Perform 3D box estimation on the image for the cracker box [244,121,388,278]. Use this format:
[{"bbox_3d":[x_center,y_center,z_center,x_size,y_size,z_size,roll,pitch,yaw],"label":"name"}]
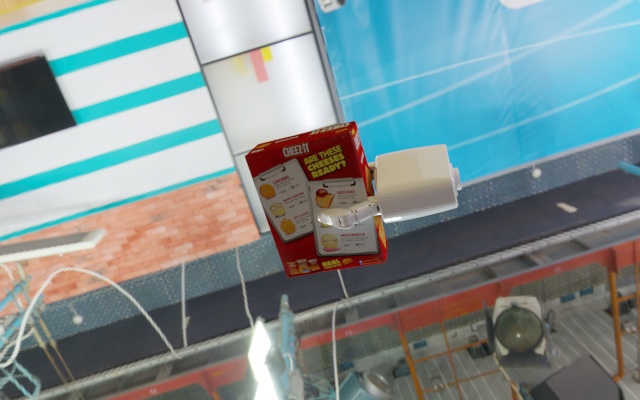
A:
[{"bbox_3d":[0.000,0.003,0.734,0.164,0.214,0.072,-11,21,15],"label":"cracker box"}]
